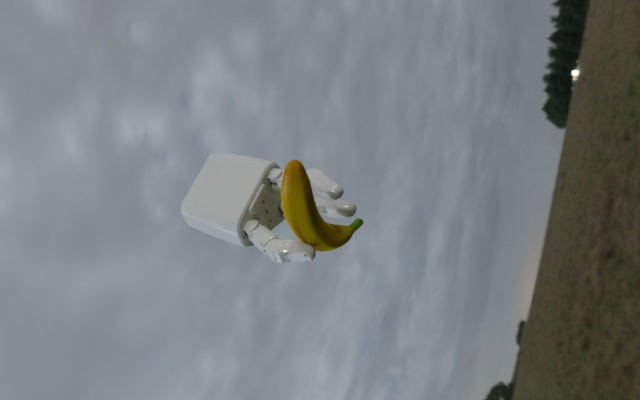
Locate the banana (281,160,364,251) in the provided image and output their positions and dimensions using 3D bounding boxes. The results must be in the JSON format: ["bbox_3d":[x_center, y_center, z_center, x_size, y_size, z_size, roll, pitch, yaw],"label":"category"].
[{"bbox_3d":[-0.006,0.020,0.569,0.037,0.069,0.198,18,-12,30],"label":"banana"}]
